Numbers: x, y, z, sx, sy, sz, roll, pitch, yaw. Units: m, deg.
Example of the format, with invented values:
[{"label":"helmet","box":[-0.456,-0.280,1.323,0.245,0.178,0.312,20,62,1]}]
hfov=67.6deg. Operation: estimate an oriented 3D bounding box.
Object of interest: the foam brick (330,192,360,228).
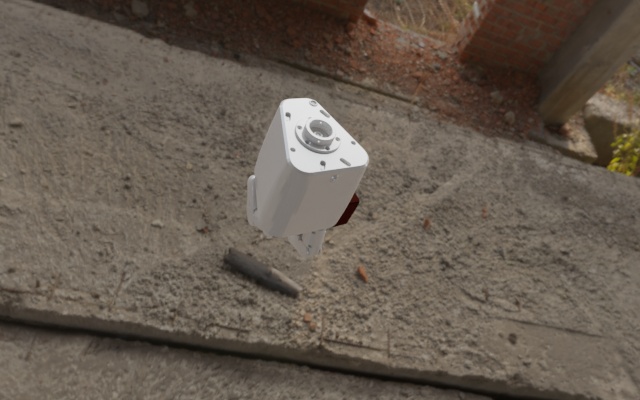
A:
[{"label":"foam brick","box":[0.000,0.002,0.607,0.078,0.053,0.051,-11,-33,-30]}]
